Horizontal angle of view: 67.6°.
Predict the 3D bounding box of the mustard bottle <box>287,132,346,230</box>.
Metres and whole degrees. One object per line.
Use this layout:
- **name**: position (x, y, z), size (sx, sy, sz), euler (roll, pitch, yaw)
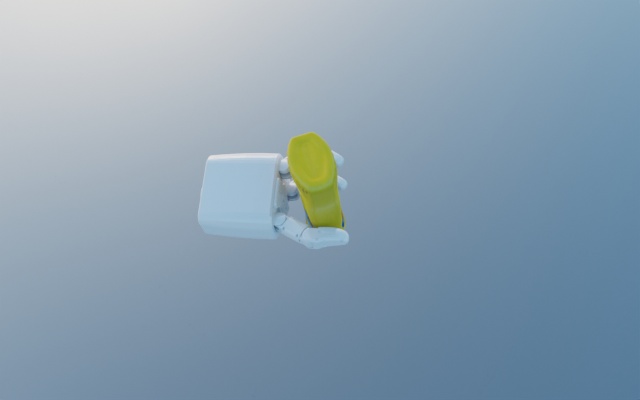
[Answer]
- **mustard bottle**: position (0.000, 0.002, 0.659), size (0.058, 0.096, 0.192), euler (-19, -35, -4)
